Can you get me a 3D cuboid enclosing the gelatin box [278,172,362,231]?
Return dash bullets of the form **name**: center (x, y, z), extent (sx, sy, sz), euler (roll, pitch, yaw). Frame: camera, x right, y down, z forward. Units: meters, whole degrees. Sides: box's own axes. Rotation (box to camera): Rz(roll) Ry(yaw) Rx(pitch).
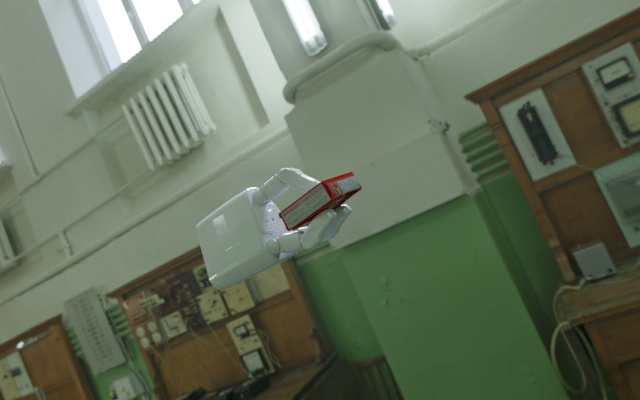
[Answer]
- **gelatin box**: center (0.000, 0.001, 0.620), extent (0.089, 0.030, 0.073), euler (-37, -10, 35)
